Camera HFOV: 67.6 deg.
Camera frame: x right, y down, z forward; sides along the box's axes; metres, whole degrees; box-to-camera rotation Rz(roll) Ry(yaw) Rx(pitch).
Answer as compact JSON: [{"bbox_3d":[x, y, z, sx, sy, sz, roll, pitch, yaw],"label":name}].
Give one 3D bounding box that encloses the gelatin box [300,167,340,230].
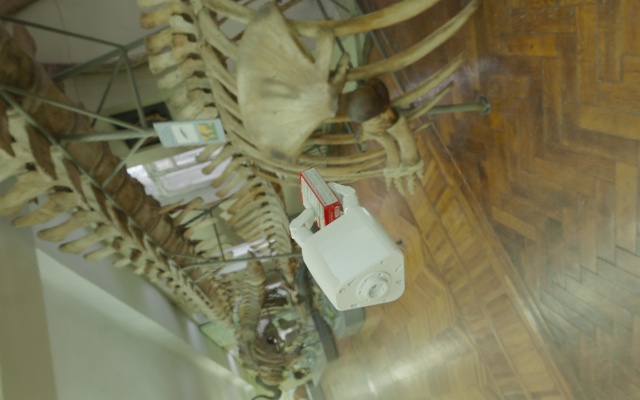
[{"bbox_3d":[0.000,0.002,0.753,0.030,0.073,0.089,-23,51,-17],"label":"gelatin box"}]
